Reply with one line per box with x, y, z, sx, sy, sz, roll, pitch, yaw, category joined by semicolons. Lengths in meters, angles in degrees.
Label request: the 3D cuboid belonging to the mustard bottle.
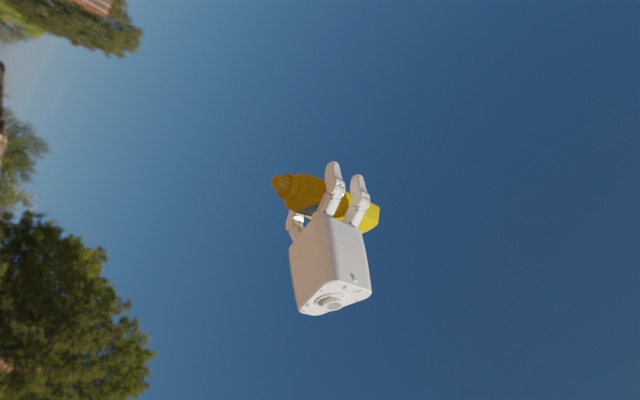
0.000;0.002;0.771;0.192;0.058;0.096;24;-23;-38;mustard bottle
